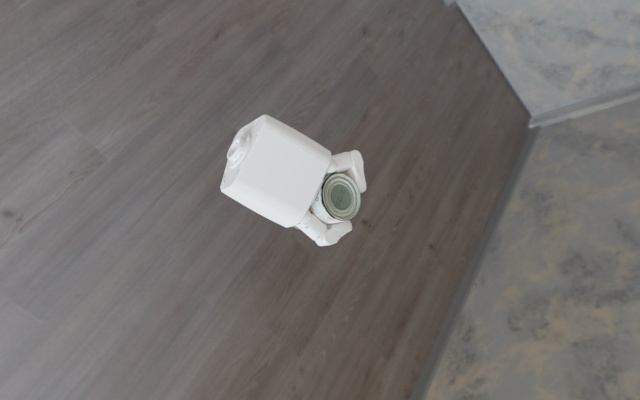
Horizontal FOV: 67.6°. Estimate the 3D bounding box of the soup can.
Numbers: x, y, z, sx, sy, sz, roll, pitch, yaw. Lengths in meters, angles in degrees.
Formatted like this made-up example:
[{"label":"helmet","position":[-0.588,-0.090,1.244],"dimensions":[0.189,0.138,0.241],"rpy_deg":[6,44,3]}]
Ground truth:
[{"label":"soup can","position":[0.001,0.003,0.680],"dimensions":[0.068,0.068,0.102],"rpy_deg":[0,-9,-36]}]
